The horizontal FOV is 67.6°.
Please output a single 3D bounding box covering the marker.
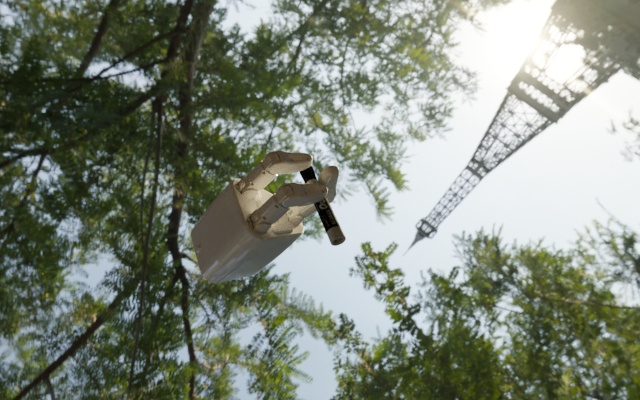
[{"bbox_3d":[0.000,0.002,0.583,0.020,0.121,0.020,-16,-35,-12],"label":"marker"}]
